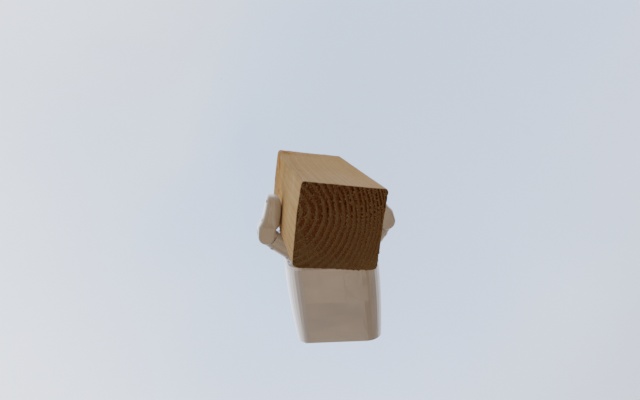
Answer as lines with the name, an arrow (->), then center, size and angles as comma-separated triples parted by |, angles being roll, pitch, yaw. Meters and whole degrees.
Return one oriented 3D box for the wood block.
wood block -> 0.000, 0.002, 0.569 | 0.091, 0.090, 0.206 | 4, 13, -13
